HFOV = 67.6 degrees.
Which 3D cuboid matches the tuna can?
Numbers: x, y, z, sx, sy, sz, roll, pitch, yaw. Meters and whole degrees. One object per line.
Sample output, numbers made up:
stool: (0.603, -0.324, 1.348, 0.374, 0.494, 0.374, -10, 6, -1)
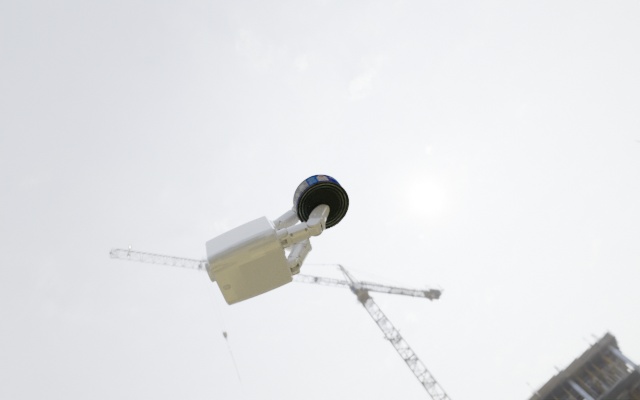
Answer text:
tuna can: (0.000, 0.002, 0.753, 0.086, 0.086, 0.033, 0, 26, -18)
